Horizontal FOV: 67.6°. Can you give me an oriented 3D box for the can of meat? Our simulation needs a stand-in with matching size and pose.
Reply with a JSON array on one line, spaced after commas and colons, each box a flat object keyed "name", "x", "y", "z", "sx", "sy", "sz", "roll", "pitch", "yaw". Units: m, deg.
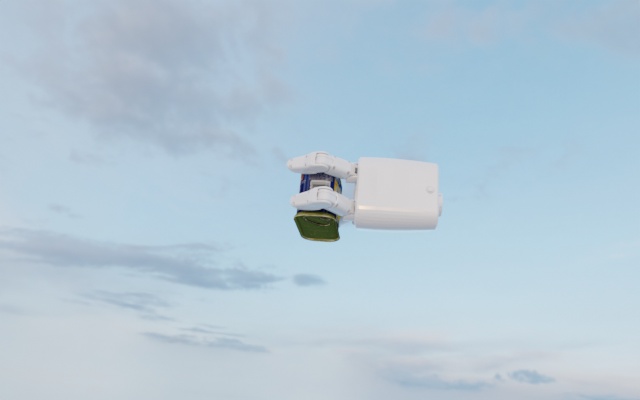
[{"name": "can of meat", "x": 0.000, "y": 0.002, "z": 0.672, "sx": 0.057, "sy": 0.084, "sz": 0.102, "roll": 3, "pitch": -23, "yaw": 8}]
